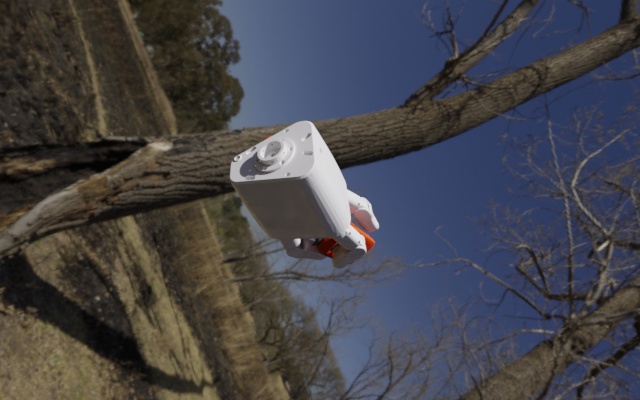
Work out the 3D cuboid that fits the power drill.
[{"bbox_3d":[0.000,0.002,0.696,0.057,0.187,0.184,-42,-30,12],"label":"power drill"}]
